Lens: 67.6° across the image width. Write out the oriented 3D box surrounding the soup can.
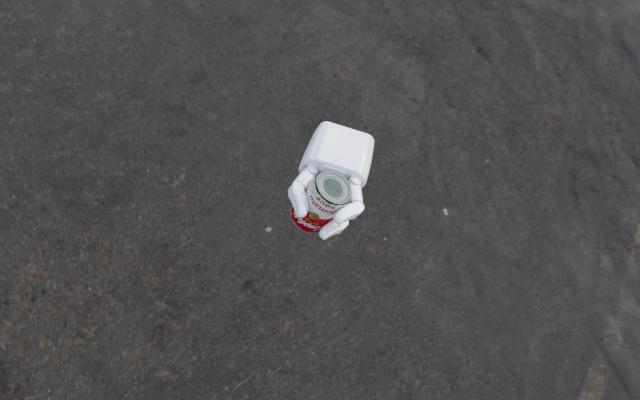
[{"bbox_3d":[0.000,0.003,0.799,0.068,0.068,0.102,0,-29,-30],"label":"soup can"}]
